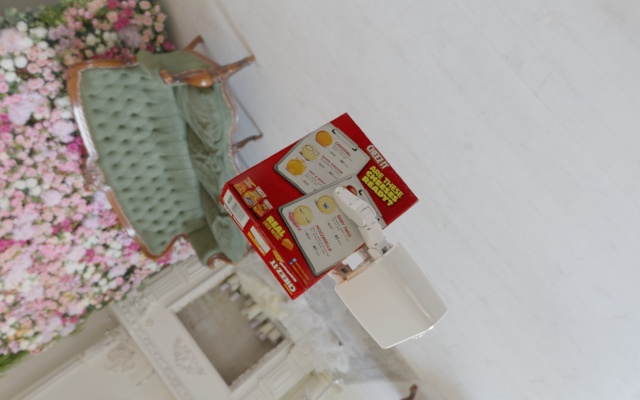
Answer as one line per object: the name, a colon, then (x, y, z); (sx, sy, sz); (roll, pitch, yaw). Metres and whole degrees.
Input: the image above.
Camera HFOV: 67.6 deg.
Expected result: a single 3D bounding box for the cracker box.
cracker box: (0.000, 0.002, 0.639); (0.213, 0.164, 0.072); (-35, -7, -30)
